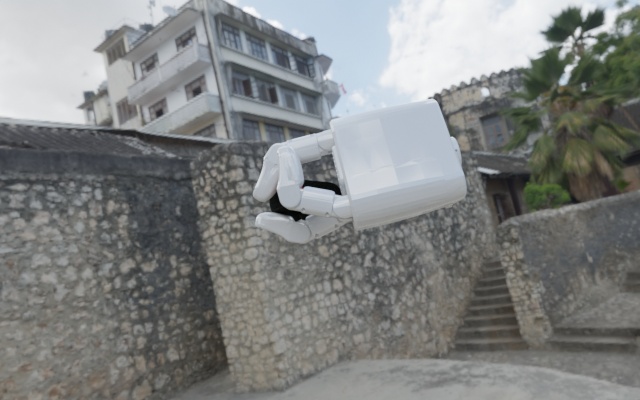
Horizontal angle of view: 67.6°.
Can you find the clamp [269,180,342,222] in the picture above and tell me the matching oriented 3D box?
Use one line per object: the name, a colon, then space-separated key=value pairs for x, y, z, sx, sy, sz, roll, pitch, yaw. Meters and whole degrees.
clamp: x=0.000 y=0.001 z=0.542 sx=0.120 sy=0.039 sz=0.171 roll=-14 pitch=-7 yaw=2
